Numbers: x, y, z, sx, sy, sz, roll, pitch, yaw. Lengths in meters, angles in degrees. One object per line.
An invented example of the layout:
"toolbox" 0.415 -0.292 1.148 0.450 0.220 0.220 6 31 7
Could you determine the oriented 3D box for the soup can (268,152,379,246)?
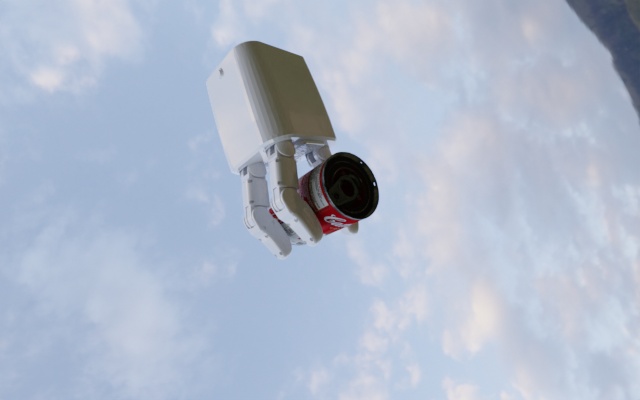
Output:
"soup can" 0.000 0.002 0.484 0.068 0.068 0.102 0 -19 -39
